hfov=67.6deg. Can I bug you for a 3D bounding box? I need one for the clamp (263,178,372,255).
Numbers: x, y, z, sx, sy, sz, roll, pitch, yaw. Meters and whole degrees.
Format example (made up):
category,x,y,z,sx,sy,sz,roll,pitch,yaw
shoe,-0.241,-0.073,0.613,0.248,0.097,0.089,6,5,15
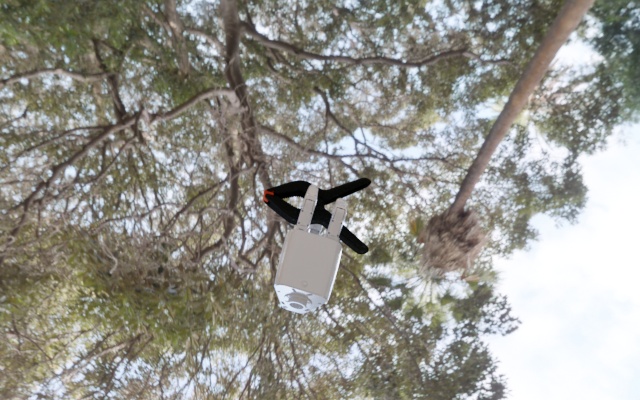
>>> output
category,x,y,z,sx,sy,sz,roll,pitch,yaw
clamp,-0.001,0.003,0.891,0.210,0.164,0.036,16,-36,-3
